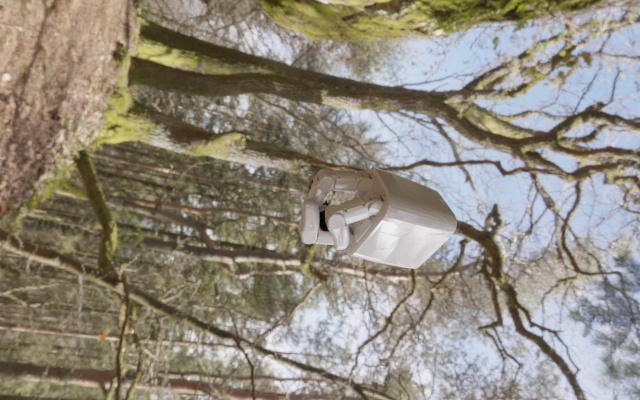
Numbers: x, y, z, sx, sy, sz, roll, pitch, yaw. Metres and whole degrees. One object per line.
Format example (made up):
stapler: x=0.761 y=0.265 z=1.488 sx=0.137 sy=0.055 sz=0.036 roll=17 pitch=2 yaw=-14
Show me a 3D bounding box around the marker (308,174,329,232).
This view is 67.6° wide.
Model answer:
marker: x=0.000 y=0.002 z=0.644 sx=0.020 sy=0.020 sz=0.121 roll=0 pitch=33 yaw=-11
